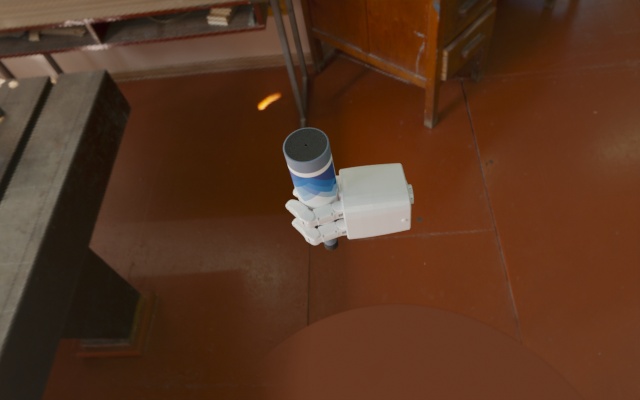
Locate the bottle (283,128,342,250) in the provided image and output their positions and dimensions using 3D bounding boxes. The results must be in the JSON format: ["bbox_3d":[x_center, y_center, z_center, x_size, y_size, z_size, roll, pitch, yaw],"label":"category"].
[{"bbox_3d":[0.000,0.002,0.797,0.069,0.069,0.296,0,-34,10],"label":"bottle"}]
